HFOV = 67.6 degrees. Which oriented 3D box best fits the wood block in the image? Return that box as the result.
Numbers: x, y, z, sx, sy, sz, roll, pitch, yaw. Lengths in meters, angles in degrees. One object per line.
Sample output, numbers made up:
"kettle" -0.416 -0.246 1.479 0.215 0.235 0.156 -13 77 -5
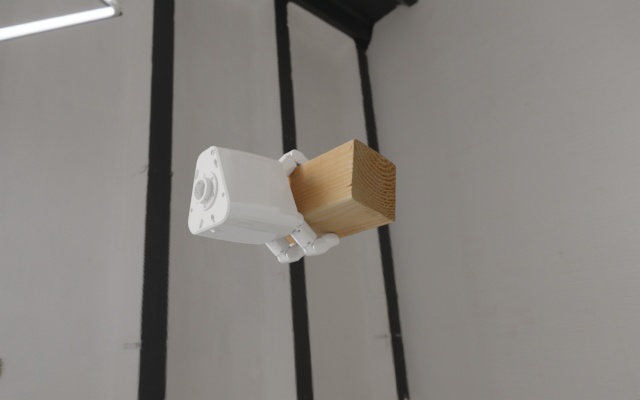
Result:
"wood block" 0.000 0.002 0.687 0.090 0.090 0.206 27 -34 -37
